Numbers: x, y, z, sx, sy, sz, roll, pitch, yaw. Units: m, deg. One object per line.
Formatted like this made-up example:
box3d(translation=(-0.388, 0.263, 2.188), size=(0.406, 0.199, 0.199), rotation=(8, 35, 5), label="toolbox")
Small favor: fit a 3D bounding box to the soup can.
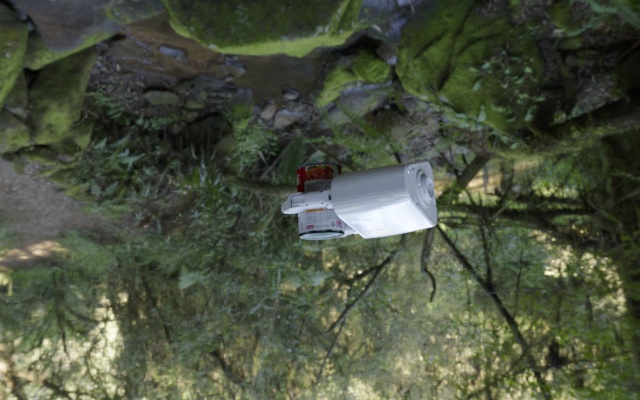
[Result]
box3d(translation=(0.000, 0.003, 0.696), size=(0.068, 0.102, 0.068), rotation=(-3, -13, -1), label="soup can")
